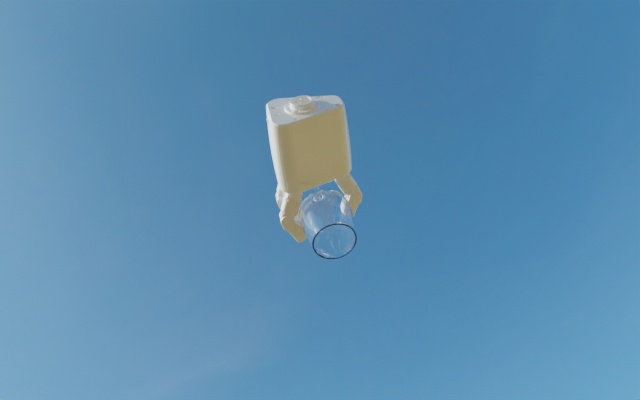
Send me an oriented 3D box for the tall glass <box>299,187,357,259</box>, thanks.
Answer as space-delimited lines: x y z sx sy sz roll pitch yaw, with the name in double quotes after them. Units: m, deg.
0.000 0.002 0.728 0.079 0.079 0.201 0 33 -14 "tall glass"
